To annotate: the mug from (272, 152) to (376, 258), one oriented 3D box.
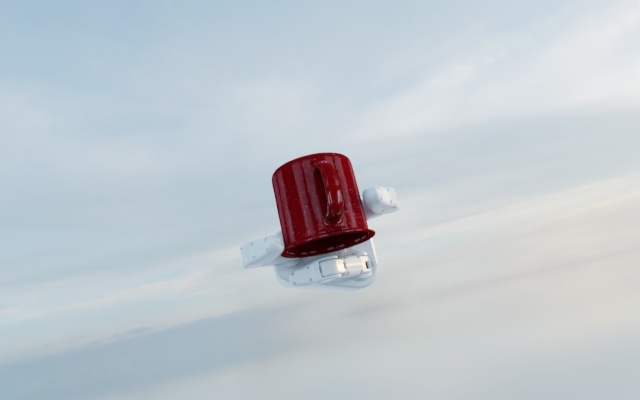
[{"bbox_3d":[0.000,0.001,0.453,0.093,0.081,0.117,-10,-15,-9],"label":"mug"}]
